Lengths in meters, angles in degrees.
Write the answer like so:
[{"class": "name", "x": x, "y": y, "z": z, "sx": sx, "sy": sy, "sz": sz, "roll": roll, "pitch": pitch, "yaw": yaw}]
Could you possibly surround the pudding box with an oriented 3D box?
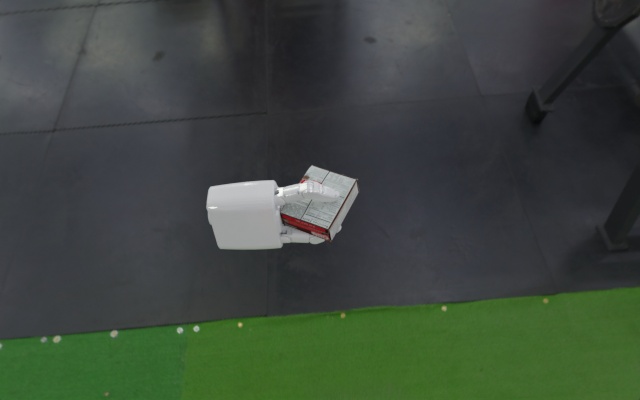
[{"class": "pudding box", "x": 0.000, "y": 0.002, "z": 0.774, "sx": 0.090, "sy": 0.113, "sz": 0.039, "roll": 19, "pitch": -30, "yaw": 20}]
